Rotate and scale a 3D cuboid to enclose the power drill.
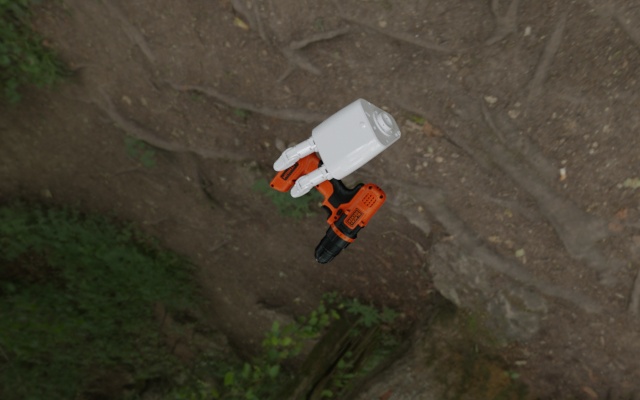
[{"bbox_3d":[0.000,0.002,0.889,0.187,0.184,0.057,40,15,3],"label":"power drill"}]
